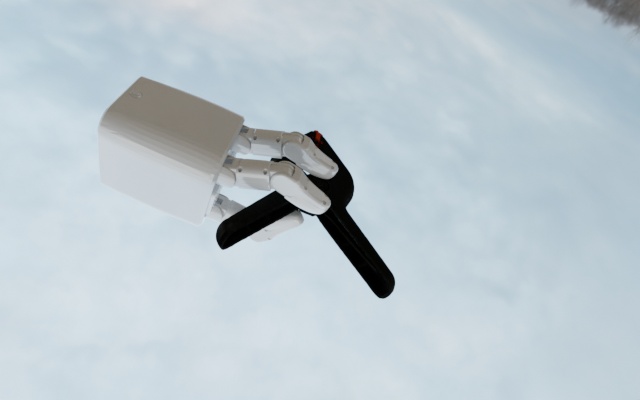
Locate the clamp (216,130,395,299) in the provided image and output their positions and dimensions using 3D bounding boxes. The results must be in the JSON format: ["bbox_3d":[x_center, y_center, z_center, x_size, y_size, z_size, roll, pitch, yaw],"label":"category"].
[{"bbox_3d":[0.000,0.002,0.477,0.164,0.036,0.209,25,36,-10],"label":"clamp"}]
